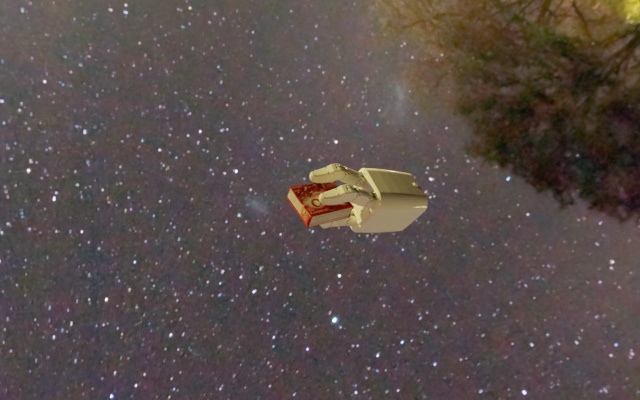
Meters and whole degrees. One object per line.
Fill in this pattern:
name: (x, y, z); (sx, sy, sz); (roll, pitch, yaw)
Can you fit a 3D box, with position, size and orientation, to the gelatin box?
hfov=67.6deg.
gelatin box: (0.000, 0.003, 0.800); (0.089, 0.030, 0.073); (-12, 49, -32)
